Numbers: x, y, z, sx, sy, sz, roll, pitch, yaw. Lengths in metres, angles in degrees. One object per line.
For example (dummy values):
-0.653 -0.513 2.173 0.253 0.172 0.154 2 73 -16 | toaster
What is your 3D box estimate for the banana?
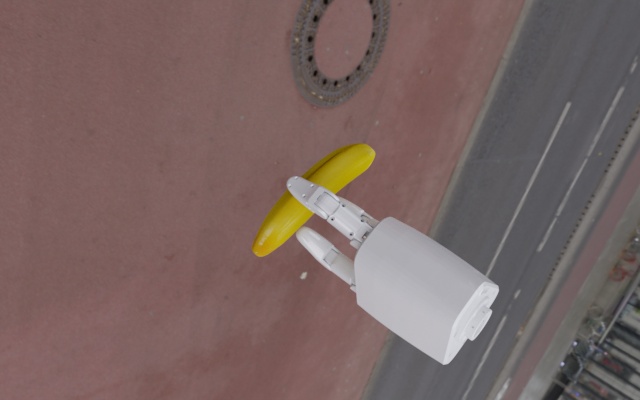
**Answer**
0.003 -0.013 0.516 0.037 0.070 0.197 35 54 25 | banana
